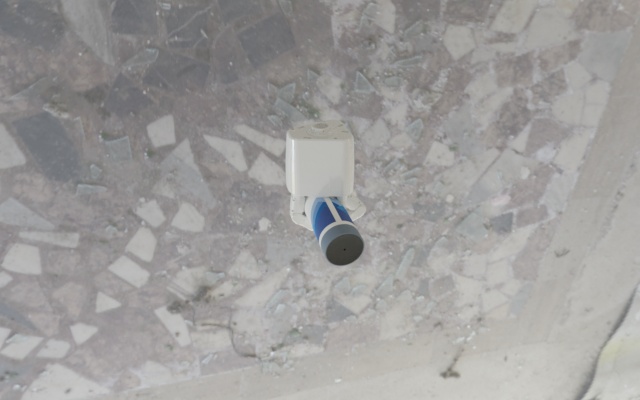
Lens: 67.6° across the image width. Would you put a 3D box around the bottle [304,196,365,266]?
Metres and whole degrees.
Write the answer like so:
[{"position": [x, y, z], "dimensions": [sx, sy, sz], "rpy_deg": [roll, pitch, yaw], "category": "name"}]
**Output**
[{"position": [0.000, 0.003, 0.871], "dimensions": [0.069, 0.069, 0.295], "rpy_deg": [0, 31, -18], "category": "bottle"}]
